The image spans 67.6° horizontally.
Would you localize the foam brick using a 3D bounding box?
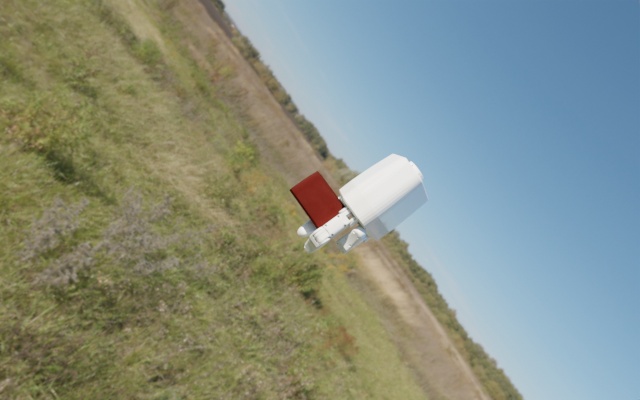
[{"bbox_3d":[0.000,0.002,0.723,0.051,0.078,0.053,-37,-9,5],"label":"foam brick"}]
